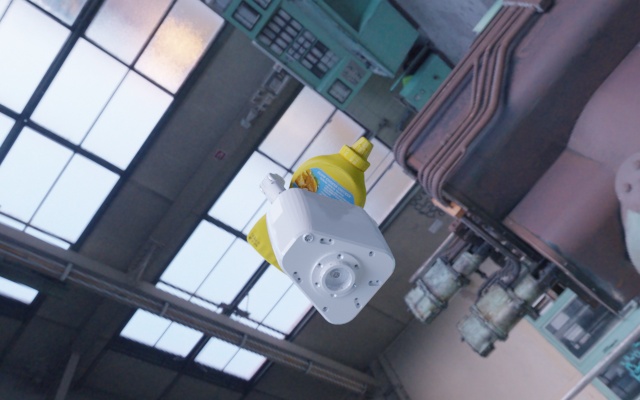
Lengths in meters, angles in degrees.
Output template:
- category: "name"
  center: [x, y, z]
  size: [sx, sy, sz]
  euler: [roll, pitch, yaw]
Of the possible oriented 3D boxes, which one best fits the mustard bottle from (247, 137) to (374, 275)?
- category: "mustard bottle"
  center: [0.000, 0.002, 0.595]
  size: [0.096, 0.191, 0.058]
  euler: [38, 10, 2]
